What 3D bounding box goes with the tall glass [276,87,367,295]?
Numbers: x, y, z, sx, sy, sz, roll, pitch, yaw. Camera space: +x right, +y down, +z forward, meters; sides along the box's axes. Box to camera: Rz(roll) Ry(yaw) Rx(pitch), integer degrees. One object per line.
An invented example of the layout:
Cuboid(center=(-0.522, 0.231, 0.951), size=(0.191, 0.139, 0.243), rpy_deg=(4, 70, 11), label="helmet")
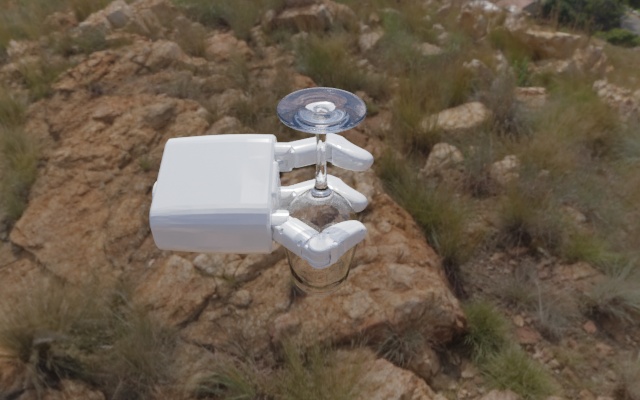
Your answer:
Cuboid(center=(0.000, 0.001, 0.452), size=(0.079, 0.201, 0.079), rpy_deg=(0, 39, 0), label="tall glass")
